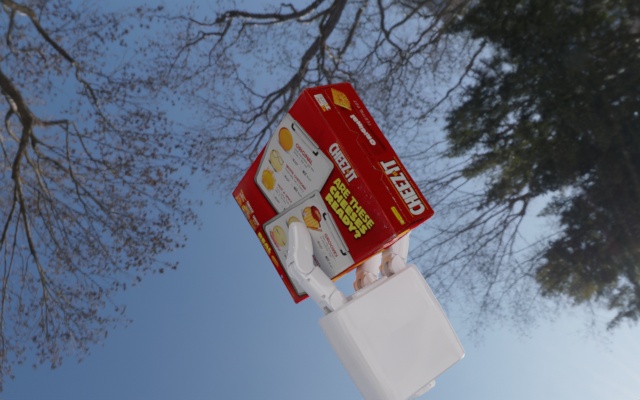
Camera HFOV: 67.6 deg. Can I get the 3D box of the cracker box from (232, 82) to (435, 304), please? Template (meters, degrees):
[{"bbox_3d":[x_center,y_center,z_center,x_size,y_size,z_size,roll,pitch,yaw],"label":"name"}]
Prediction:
[{"bbox_3d":[0.000,0.002,0.529,0.072,0.164,0.214,-23,-14,-39],"label":"cracker box"}]
